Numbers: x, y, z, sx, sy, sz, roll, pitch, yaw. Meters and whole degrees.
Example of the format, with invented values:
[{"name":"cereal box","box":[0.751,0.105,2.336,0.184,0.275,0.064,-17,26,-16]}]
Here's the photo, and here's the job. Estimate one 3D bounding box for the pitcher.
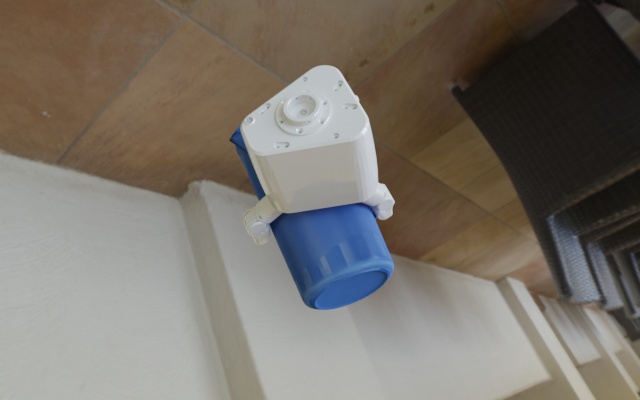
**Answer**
[{"name":"pitcher","box":[0.000,0.002,0.583,0.149,0.242,0.145,-23,-29,-2]}]
